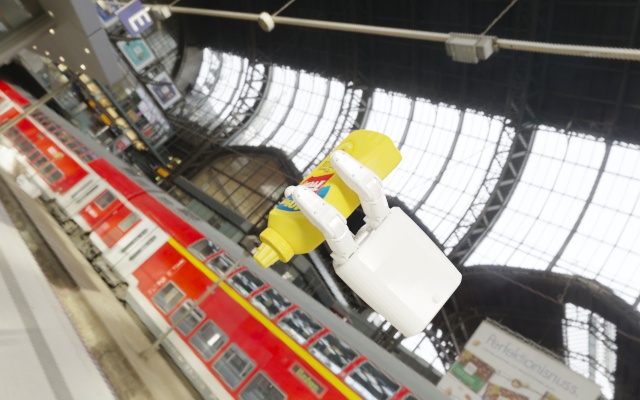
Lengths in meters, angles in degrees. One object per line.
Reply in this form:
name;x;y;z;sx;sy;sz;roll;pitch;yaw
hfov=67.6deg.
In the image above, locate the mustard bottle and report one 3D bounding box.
mustard bottle;0.000;0.001;0.530;0.191;0.058;0.096;-45;25;-18
